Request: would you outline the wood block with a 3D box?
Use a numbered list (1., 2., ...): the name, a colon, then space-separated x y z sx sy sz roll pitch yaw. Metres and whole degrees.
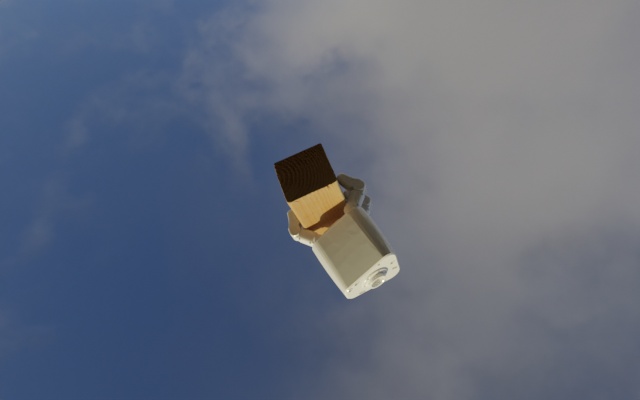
1. wood block: 0.000 0.003 0.868 0.091 0.090 0.206 -24 -33 2
